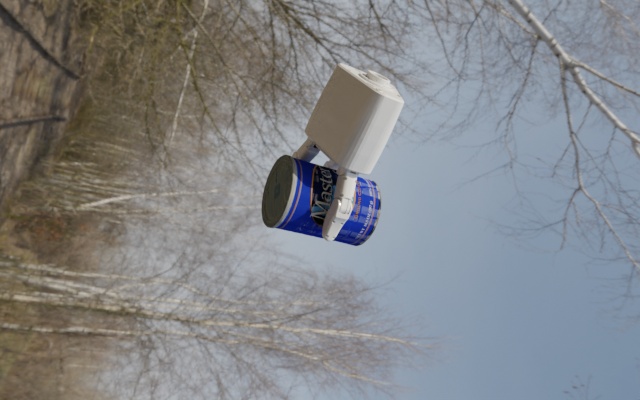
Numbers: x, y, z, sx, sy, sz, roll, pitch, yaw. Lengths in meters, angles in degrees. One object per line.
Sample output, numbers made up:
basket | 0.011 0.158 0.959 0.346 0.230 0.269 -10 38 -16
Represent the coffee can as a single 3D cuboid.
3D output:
coffee can | 0.000 0.002 0.682 0.140 0.103 0.103 14 -6 -26
